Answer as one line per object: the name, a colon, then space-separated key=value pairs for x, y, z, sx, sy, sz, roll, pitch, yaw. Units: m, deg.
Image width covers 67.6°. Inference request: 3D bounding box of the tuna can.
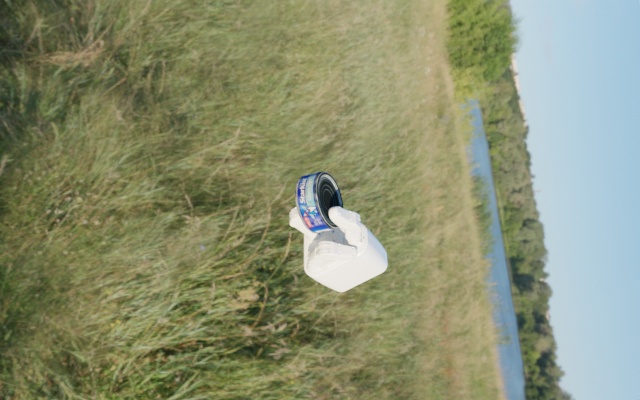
tuna can: x=0.001 y=0.002 z=0.684 sx=0.034 sy=0.086 sz=0.086 roll=-13 pitch=-6 yaw=27
